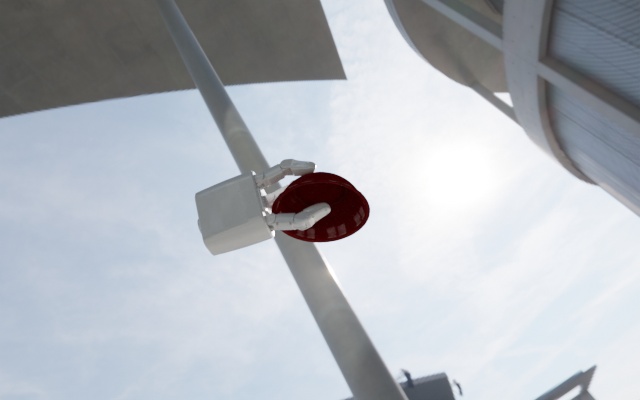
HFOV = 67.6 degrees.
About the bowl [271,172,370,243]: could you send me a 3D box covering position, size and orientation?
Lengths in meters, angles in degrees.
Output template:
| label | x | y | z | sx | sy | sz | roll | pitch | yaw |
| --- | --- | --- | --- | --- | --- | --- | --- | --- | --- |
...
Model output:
| label | x | y | z | sx | sy | sz | roll | pitch | yaw |
| --- | --- | --- | --- | --- | --- | --- | --- | --- | --- |
| bowl | 0.001 | 0.002 | 0.796 | 0.162 | 0.055 | 0.162 | -1 | -40 | 0 |
